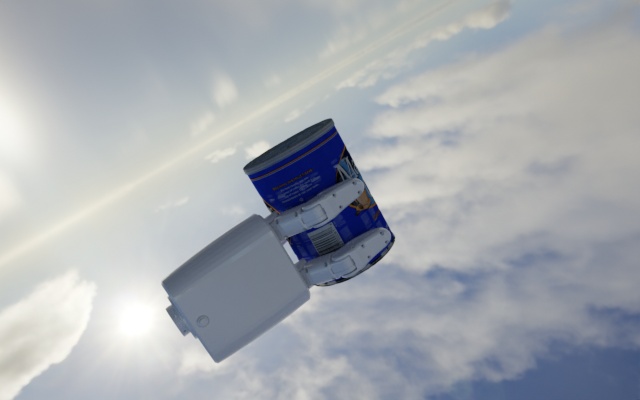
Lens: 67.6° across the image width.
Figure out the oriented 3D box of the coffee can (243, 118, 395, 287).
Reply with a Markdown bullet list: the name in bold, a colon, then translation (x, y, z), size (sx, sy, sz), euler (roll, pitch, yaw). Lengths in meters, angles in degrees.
- **coffee can**: translation (0.000, 0.001, 0.493), size (0.103, 0.140, 0.102), euler (-28, 13, 7)
